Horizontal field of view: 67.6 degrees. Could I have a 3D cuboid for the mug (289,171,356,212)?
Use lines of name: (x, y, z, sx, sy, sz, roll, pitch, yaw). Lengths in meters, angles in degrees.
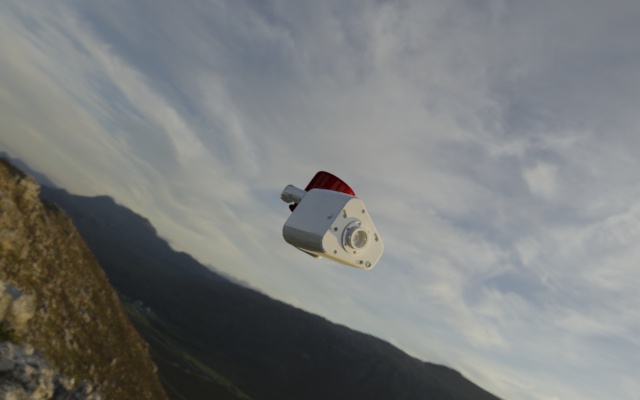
mug: (0.000, 0.002, 0.825, 0.093, 0.081, 0.117, 43, -16, -29)
